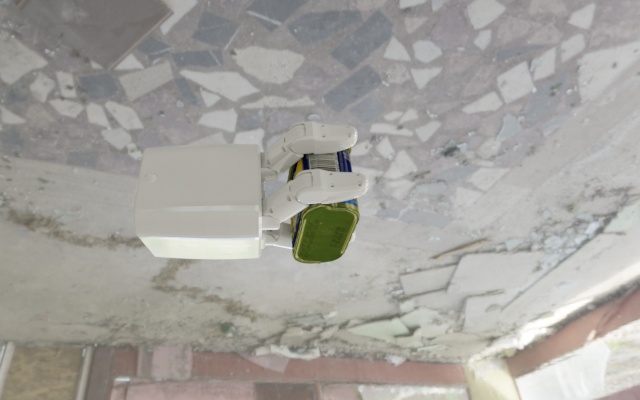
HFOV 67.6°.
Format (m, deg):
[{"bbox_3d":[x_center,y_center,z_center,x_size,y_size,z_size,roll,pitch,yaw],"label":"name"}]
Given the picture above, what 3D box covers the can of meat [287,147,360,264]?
[{"bbox_3d":[0.000,0.002,0.461,0.057,0.084,0.102,2,-37,-11],"label":"can of meat"}]
